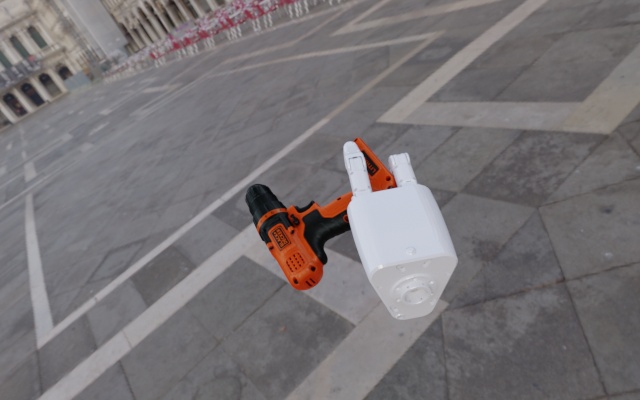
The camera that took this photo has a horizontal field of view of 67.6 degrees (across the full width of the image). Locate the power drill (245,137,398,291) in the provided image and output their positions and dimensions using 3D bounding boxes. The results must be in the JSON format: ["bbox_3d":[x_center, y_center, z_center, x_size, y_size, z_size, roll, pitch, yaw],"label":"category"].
[{"bbox_3d":[0.001,0.002,0.635,0.187,0.184,0.057,-38,-36,3],"label":"power drill"}]
